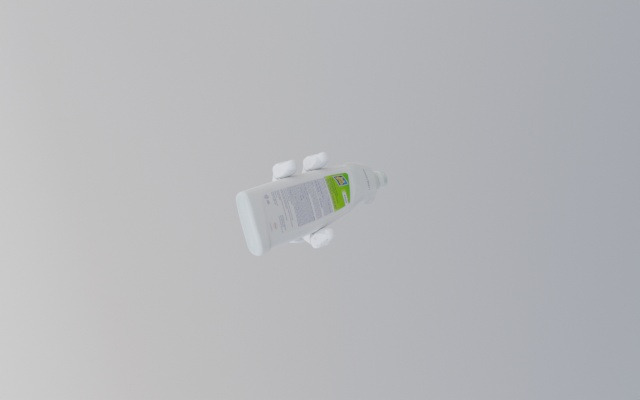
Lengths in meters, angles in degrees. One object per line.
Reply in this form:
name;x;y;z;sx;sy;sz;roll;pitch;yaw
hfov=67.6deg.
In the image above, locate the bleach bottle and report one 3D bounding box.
bleach bottle;0.000;0.002;0.754;0.251;0.102;0.068;-16;3;-26
